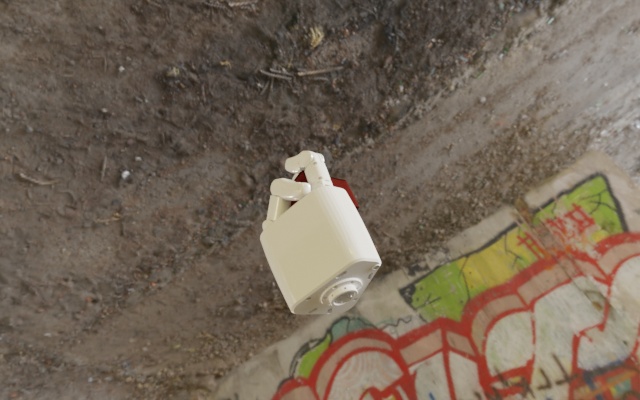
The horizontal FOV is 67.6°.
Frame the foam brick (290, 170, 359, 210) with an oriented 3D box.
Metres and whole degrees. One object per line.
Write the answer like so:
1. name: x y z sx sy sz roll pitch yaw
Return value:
1. foam brick: 0.000 0.002 0.614 0.078 0.051 0.053 11 -50 -40
